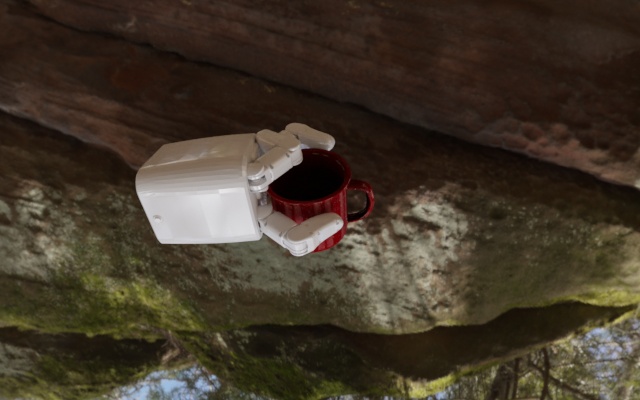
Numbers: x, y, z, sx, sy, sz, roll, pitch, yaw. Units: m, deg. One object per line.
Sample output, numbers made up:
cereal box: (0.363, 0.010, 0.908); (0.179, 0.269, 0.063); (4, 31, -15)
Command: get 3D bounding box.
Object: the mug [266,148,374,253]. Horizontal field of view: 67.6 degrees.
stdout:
mug: (0.002, 0.002, 0.523); (0.117, 0.082, 0.093); (-3, 42, 3)
